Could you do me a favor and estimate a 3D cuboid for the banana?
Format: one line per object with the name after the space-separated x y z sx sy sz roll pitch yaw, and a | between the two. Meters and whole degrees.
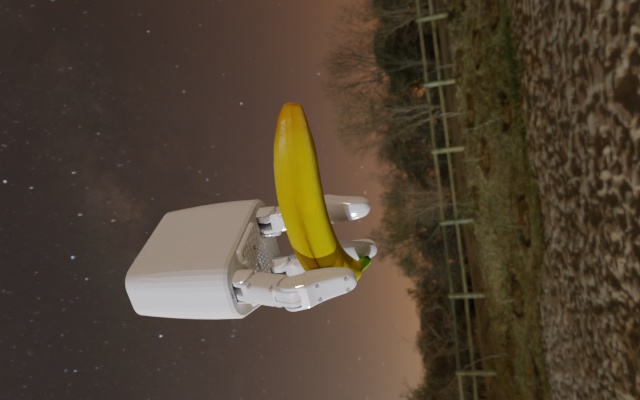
-0.003 0.017 0.393 0.037 0.069 0.198 -4 -45 22 | banana
